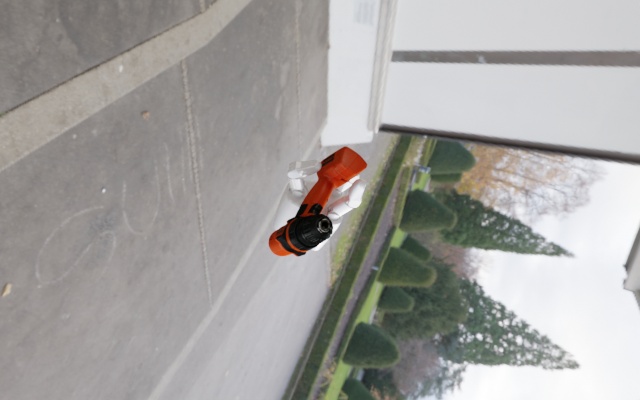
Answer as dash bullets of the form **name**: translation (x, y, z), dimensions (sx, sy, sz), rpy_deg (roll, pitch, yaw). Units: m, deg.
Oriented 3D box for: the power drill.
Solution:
- **power drill**: translation (0.000, 0.002, 0.759), dimensions (0.057, 0.187, 0.184), rpy_deg (41, -27, -13)
